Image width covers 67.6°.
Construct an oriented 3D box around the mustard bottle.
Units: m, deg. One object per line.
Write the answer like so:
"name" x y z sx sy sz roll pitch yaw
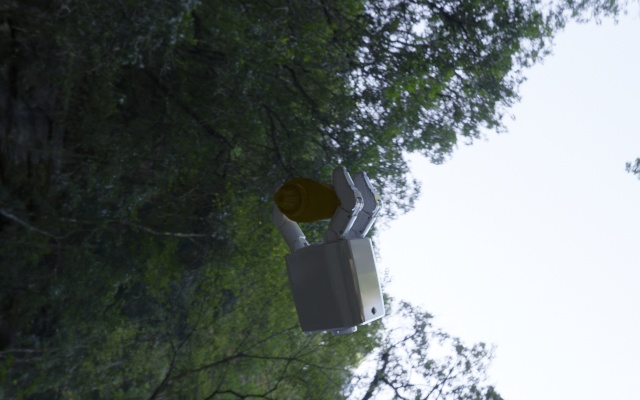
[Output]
"mustard bottle" 0.000 0.002 0.647 0.096 0.058 0.191 11 3 31
